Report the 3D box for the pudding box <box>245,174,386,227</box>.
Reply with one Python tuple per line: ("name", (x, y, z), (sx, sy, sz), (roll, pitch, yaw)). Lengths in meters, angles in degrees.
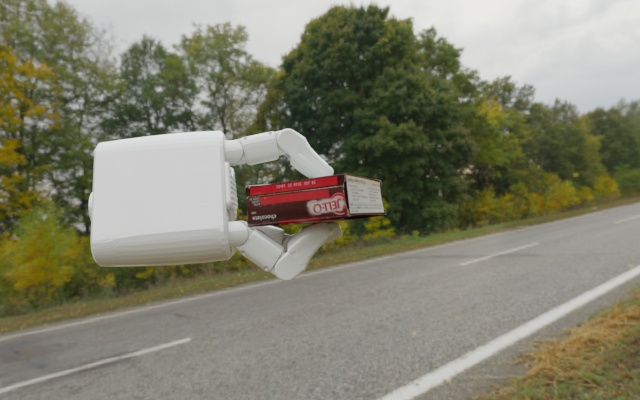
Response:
("pudding box", (0.000, 0.001, 0.423), (0.090, 0.039, 0.113), (-5, -1, 22))
